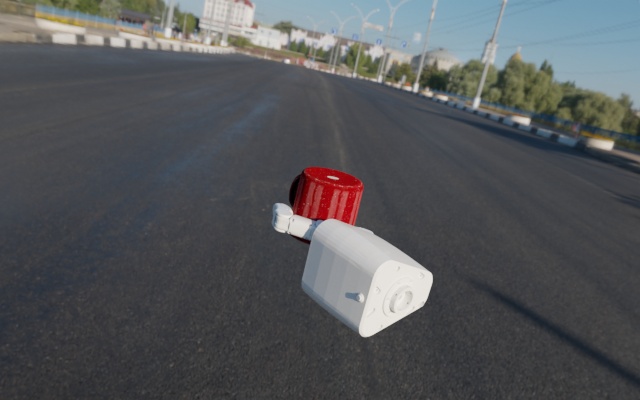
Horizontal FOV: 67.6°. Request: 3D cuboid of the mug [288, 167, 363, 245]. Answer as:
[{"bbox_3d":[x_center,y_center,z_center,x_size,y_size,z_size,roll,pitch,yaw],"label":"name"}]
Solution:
[{"bbox_3d":[-0.001,0.001,0.626,0.093,0.081,0.117,-1,23,-41],"label":"mug"}]
